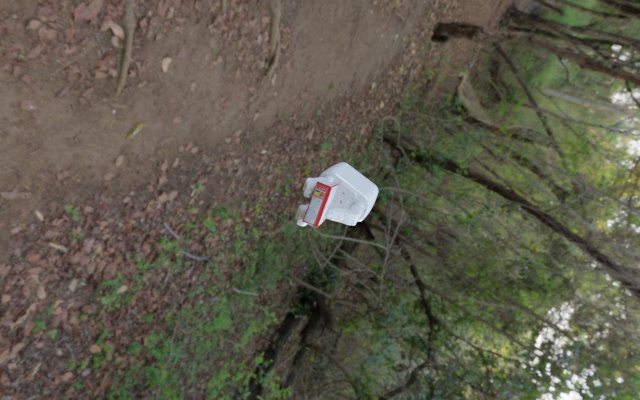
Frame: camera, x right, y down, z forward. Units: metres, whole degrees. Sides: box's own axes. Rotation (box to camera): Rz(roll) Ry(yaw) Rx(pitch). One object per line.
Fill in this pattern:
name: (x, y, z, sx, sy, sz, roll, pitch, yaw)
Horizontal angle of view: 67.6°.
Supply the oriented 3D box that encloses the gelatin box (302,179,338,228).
gelatin box: (0.000, 0.003, 0.825, 0.030, 0.073, 0.089, 22, 8, 6)
